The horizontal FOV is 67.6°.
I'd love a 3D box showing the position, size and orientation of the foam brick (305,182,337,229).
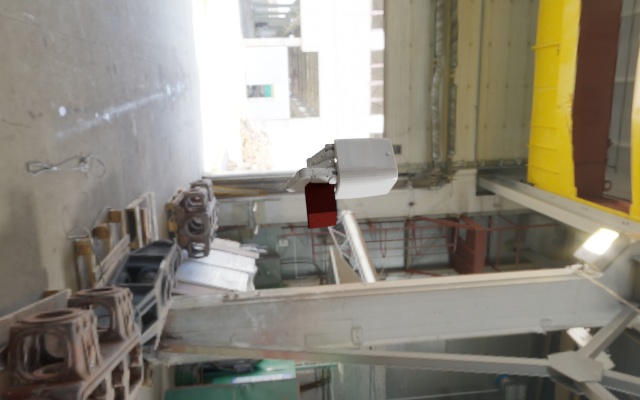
[{"bbox_3d":[0.000,0.003,0.844,0.051,0.078,0.053,-4,-32,-4],"label":"foam brick"}]
